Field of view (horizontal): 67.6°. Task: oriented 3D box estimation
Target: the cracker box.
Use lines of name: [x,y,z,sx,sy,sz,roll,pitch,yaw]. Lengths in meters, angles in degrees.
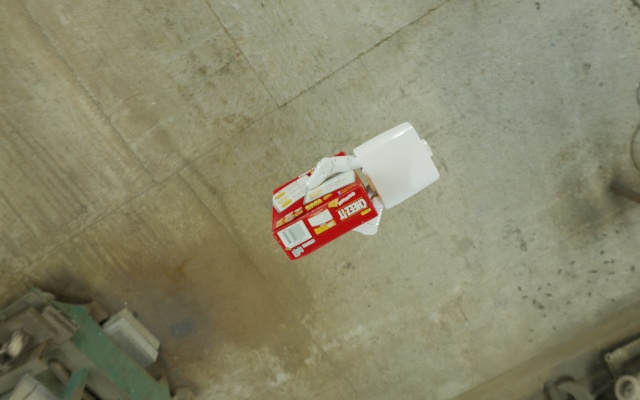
cracker box: [0.000,0.003,0.853,0.164,0.072,0.213,-29,19,6]
